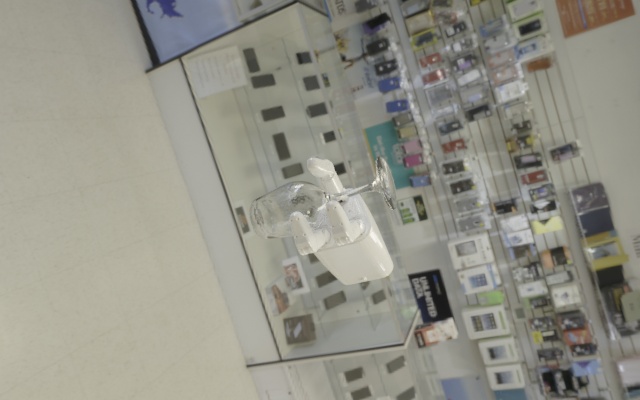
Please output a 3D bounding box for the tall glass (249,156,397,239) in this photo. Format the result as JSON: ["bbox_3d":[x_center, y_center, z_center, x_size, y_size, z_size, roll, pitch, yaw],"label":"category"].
[{"bbox_3d":[0.001,0.002,0.670,0.201,0.079,0.079,-16,-6,22],"label":"tall glass"}]
